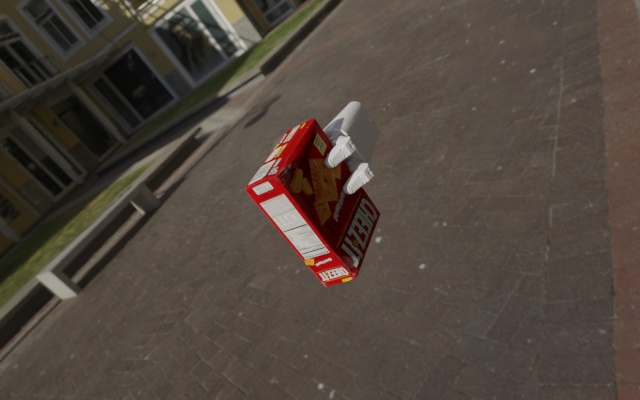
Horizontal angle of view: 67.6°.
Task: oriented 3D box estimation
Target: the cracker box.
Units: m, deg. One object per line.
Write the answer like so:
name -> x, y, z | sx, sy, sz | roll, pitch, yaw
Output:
cracker box -> 0.000, 0.002, 0.760 | 0.072, 0.214, 0.164 | -20, 28, 36
